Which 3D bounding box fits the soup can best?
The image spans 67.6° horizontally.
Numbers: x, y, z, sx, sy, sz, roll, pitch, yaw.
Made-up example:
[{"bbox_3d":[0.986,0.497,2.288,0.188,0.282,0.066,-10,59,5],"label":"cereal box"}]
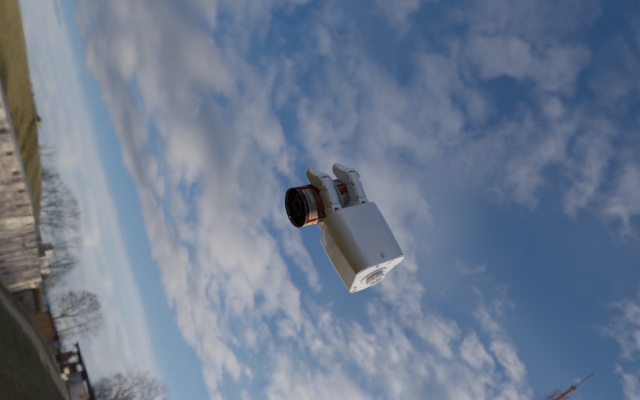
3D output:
[{"bbox_3d":[0.000,0.002,0.808,0.102,0.068,0.068,-13,7,-32],"label":"soup can"}]
